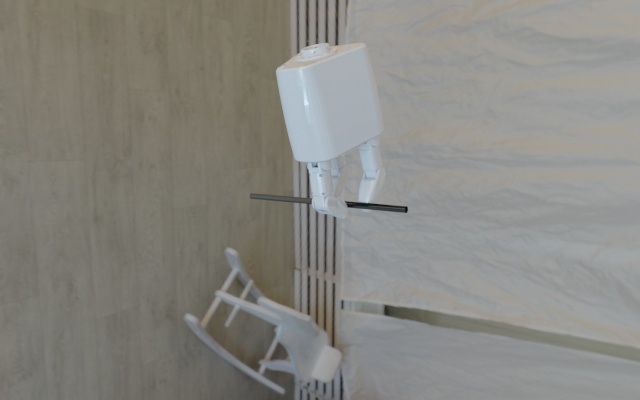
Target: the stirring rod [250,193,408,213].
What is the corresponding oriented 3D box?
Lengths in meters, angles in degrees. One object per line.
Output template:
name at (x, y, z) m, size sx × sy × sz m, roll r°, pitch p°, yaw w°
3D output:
stirring rod at (0.000, 0.002, 0.619) m, size 0.239 × 0.011 × 0.011 m, roll 5°, pitch 3°, yaw 34°
